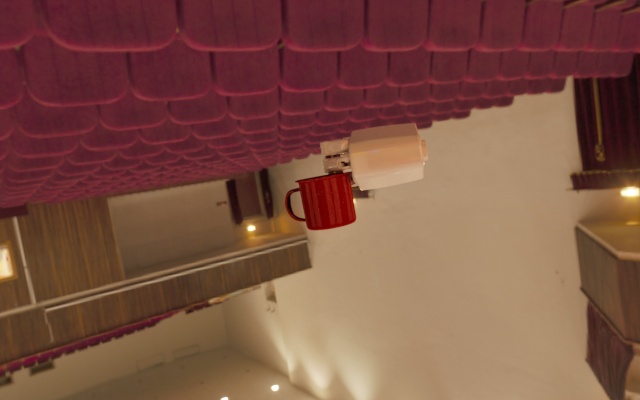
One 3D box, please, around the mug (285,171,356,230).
[{"bbox_3d":[-0.001,0.003,0.765,0.117,0.081,0.093,-9,5,11],"label":"mug"}]
